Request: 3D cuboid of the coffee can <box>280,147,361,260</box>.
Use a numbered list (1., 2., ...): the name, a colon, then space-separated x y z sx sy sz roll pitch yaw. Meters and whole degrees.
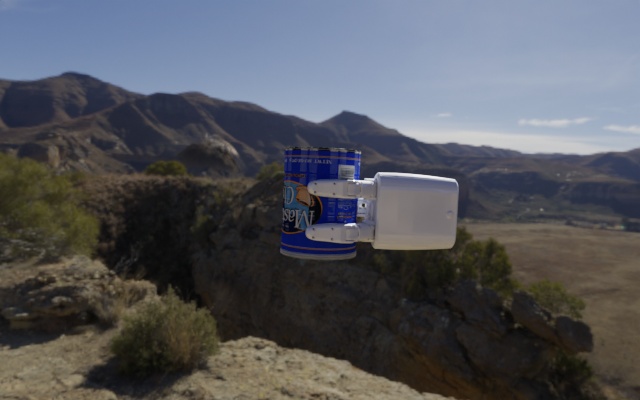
1. coffee can: 0.000 0.002 0.640 0.103 0.140 0.103 3 3 0
